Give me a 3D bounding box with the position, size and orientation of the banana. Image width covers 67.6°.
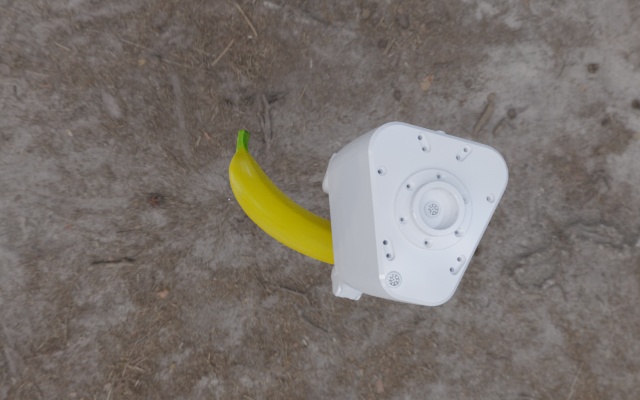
[{"bbox_3d":[-0.013,0.014,0.444,0.198,0.069,0.037,37,-14,-3],"label":"banana"}]
